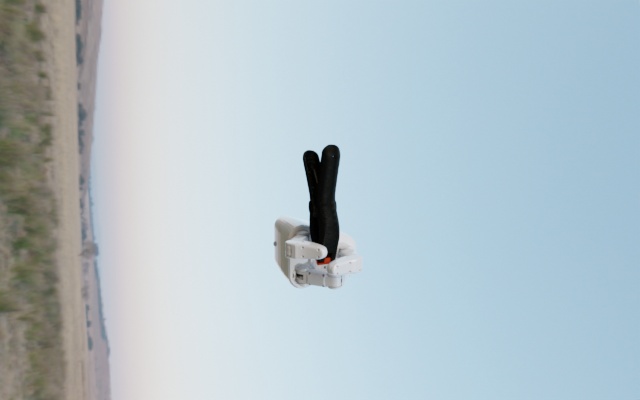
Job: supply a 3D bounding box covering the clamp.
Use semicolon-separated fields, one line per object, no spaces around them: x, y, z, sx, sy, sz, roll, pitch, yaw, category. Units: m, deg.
0.001;0.002;0.681;0.039;0.171;0.120;0;11;-11;clamp
